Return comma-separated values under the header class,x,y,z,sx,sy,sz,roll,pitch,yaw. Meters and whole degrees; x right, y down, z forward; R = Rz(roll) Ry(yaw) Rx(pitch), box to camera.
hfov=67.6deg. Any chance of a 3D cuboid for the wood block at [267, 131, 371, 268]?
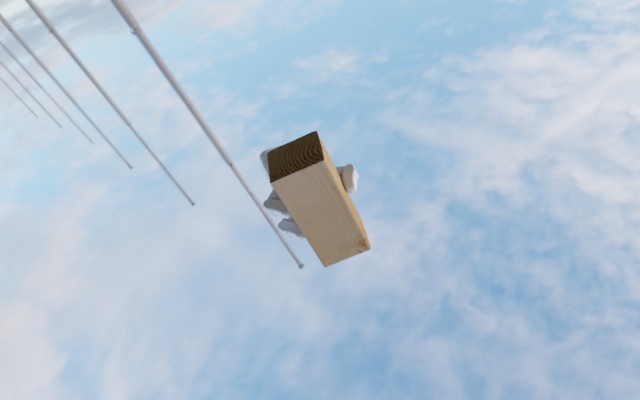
class,x,y,z,sx,sy,sz,roll,pitch,yaw
wood block,0.000,0.002,0.789,0.091,0.206,0.090,-24,38,9
